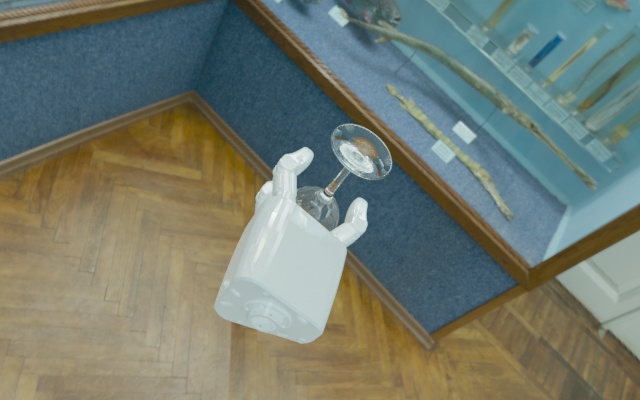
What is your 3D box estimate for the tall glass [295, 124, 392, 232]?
[{"bbox_3d":[0.000,0.001,0.574,0.079,0.079,0.201,0,-33,-32],"label":"tall glass"}]
